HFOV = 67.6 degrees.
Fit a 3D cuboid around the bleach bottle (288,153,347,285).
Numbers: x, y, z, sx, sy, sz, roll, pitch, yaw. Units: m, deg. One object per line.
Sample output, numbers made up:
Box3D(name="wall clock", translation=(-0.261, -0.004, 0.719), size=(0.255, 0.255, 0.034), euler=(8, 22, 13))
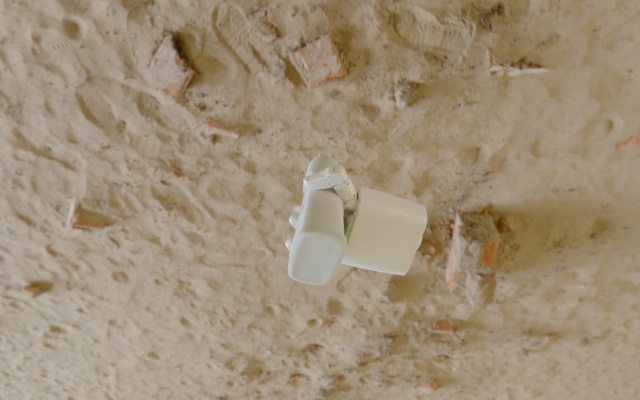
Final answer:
Box3D(name="bleach bottle", translation=(0.000, 0.002, 0.718), size=(0.068, 0.103, 0.250), euler=(14, 38, -7))
